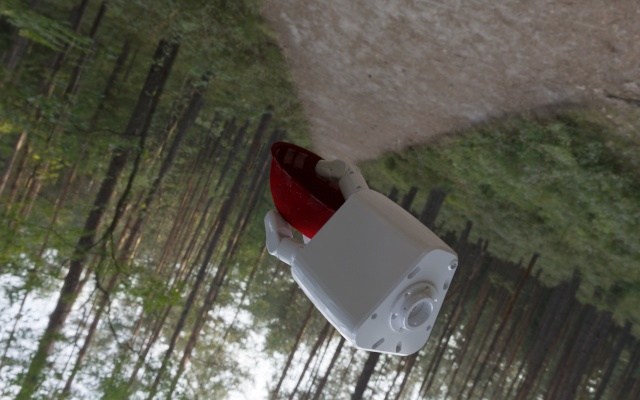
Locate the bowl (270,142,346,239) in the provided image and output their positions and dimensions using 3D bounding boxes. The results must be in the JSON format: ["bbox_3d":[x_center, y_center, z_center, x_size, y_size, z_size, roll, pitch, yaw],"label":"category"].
[{"bbox_3d":[0.000,0.001,0.543,0.162,0.055,0.162,32,18,-12],"label":"bowl"}]
